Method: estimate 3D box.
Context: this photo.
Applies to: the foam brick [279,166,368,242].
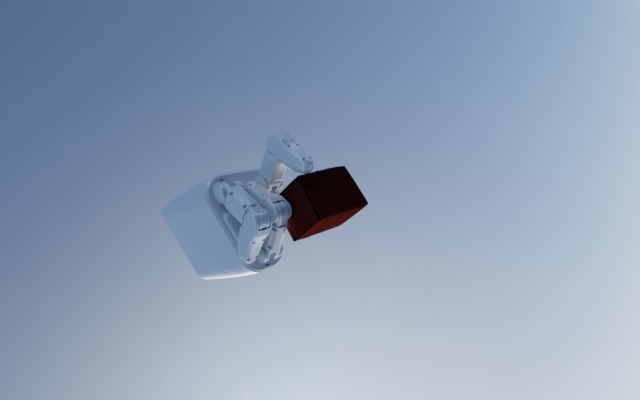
[{"bbox_3d":[0.000,0.002,0.512,0.078,0.053,0.051,-15,-20,-45],"label":"foam brick"}]
